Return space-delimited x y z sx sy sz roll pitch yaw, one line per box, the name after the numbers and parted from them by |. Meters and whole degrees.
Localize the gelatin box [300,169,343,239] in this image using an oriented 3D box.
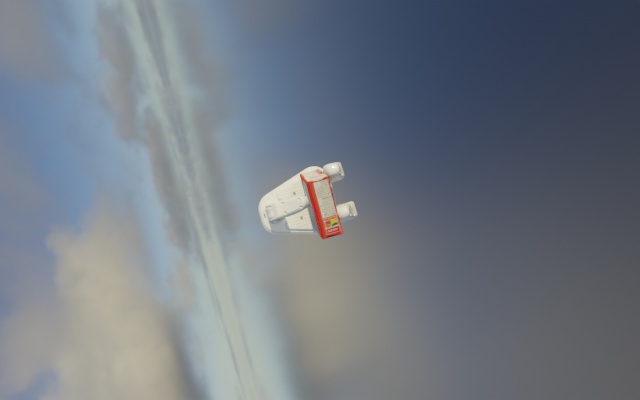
0.000 0.002 0.601 0.030 0.073 0.089 -16 11 -5 | gelatin box
